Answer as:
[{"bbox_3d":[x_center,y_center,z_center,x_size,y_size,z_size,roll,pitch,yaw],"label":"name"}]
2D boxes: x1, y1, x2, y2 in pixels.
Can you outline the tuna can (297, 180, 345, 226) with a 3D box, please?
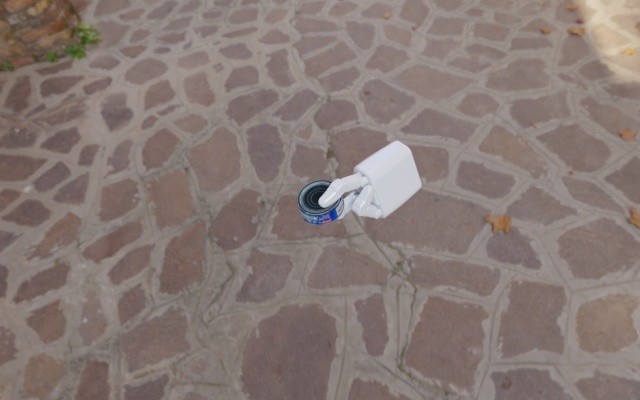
[{"bbox_3d":[0.000,0.003,0.893,0.086,0.086,0.034,0,-37,15],"label":"tuna can"}]
